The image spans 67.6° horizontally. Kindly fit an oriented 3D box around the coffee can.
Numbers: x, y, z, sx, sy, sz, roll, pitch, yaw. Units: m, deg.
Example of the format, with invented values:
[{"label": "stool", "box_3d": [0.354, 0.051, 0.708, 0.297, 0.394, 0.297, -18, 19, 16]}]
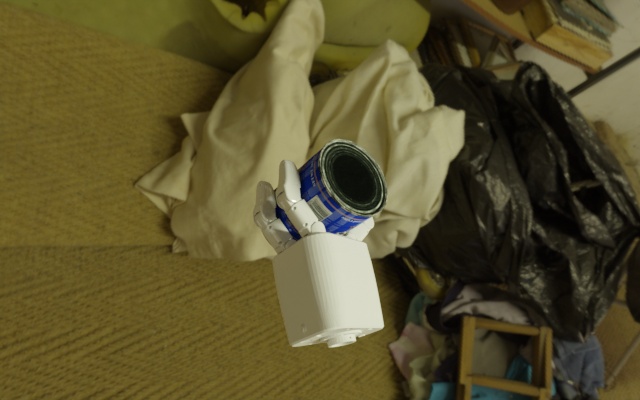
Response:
[{"label": "coffee can", "box_3d": [0.000, 0.002, 0.604, 0.103, 0.102, 0.140, 0, -25, -40]}]
